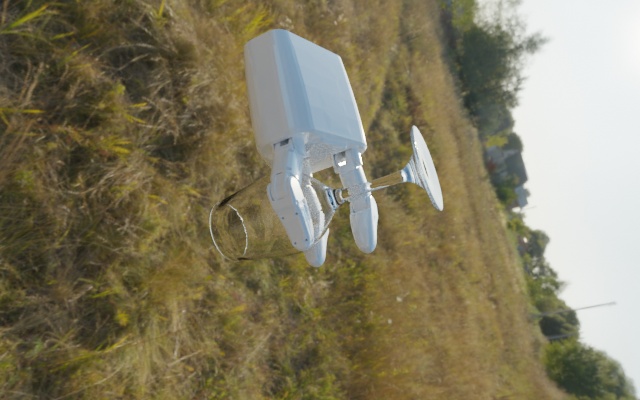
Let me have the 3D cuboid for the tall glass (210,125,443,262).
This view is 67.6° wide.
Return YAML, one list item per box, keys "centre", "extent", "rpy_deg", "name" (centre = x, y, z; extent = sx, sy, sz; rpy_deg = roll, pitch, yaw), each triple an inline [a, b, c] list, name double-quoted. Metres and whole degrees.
- centre: [0.001, 0.001, 0.428]
  extent: [0.201, 0.079, 0.079]
  rpy_deg: [-18, -7, 21]
  name: "tall glass"
